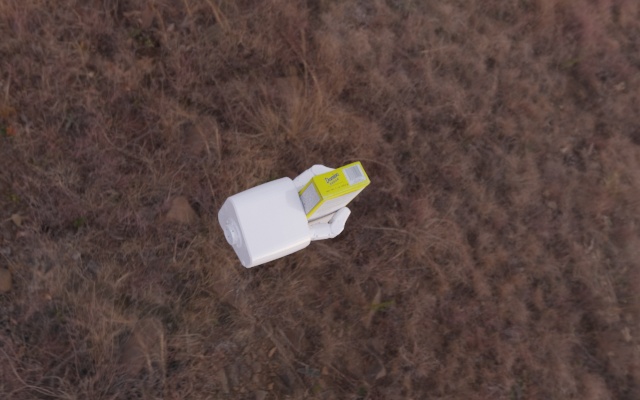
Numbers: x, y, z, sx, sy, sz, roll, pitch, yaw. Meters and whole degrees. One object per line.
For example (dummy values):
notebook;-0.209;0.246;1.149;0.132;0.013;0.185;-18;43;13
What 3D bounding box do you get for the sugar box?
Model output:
sugar box;0.000;0.002;0.788;0.093;0.048;0.176;-19;-12;-30
